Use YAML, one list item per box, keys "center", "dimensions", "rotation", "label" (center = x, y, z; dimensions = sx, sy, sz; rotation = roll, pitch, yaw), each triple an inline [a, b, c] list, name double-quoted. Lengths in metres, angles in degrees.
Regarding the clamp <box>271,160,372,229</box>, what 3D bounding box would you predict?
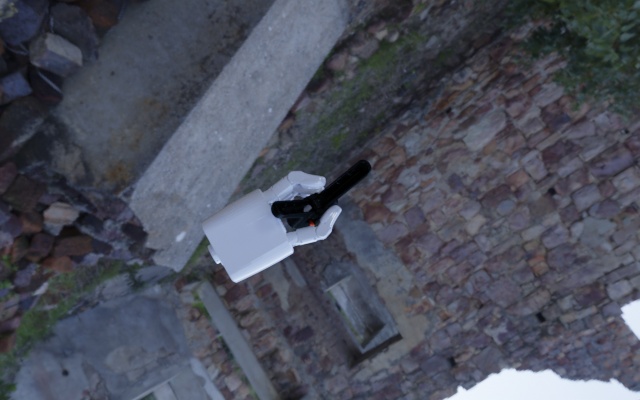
- center: [0.000, 0.003, 0.778]
  dimensions: [0.164, 0.036, 0.210]
  rotation: [-27, -12, -8]
  label: "clamp"
